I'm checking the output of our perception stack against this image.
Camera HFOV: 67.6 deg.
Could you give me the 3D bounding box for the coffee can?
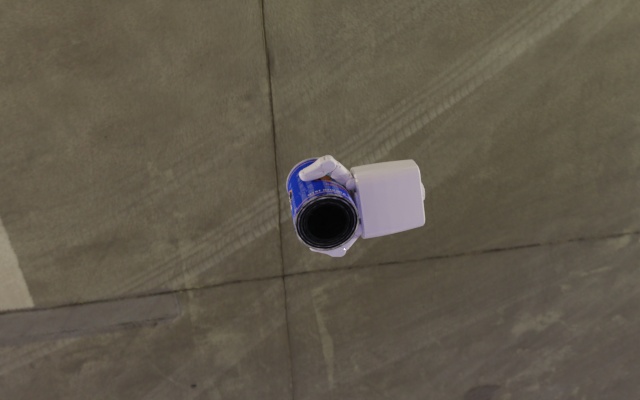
[{"bbox_3d":[0.000,0.003,0.795,0.103,0.103,0.140,0,29,-9],"label":"coffee can"}]
